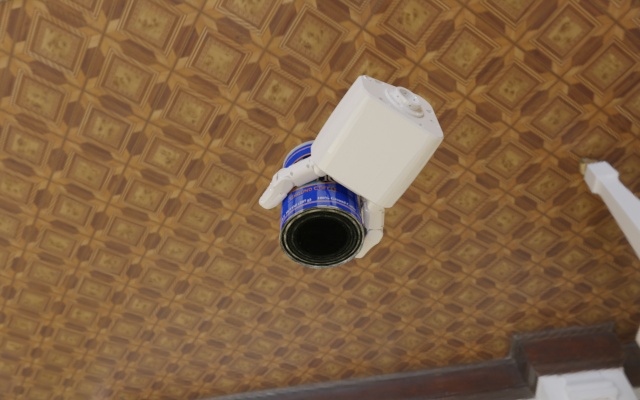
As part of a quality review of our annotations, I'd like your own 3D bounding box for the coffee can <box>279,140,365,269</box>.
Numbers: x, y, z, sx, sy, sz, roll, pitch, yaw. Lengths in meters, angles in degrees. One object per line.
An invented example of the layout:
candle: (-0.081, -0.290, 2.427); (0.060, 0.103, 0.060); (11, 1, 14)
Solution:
coffee can: (0.000, 0.002, 0.619); (0.103, 0.103, 0.140); (0, 40, -2)
